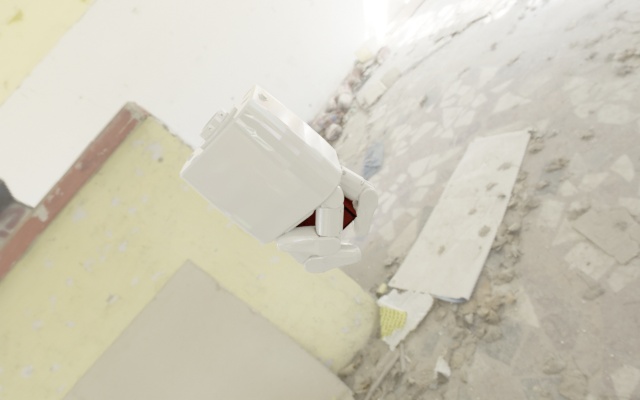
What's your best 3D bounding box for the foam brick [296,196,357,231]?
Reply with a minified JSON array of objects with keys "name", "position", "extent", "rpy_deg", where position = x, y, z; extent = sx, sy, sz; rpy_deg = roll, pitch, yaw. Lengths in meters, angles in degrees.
[{"name":"foam brick","position":[0.000,0.002,0.513],"extent":[0.051,0.053,0.078],"rpy_deg":[40,17,-20]}]
